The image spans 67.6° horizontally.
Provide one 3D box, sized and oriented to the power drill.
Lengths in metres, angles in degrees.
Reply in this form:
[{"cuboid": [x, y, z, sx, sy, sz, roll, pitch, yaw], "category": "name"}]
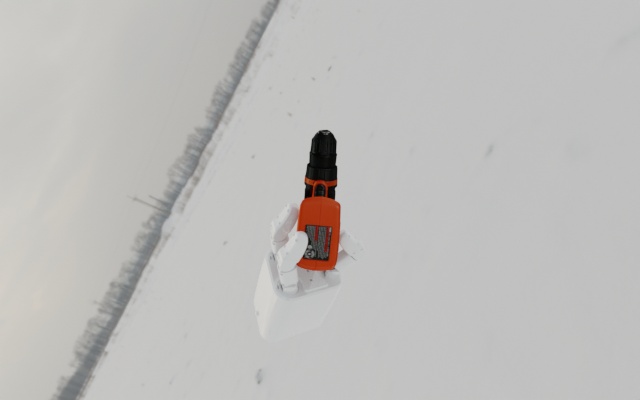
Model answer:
[{"cuboid": [0.000, 0.003, 0.693, 0.057, 0.184, 0.187, 3, 20, 1], "category": "power drill"}]
